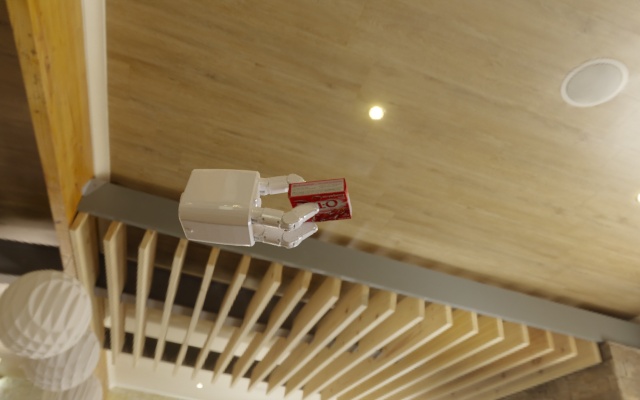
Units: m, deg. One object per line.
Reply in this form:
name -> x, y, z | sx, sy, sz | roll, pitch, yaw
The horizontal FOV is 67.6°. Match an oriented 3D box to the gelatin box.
gelatin box -> 0.000, 0.002, 0.739 | 0.089, 0.030, 0.073 | -6, -37, 8
